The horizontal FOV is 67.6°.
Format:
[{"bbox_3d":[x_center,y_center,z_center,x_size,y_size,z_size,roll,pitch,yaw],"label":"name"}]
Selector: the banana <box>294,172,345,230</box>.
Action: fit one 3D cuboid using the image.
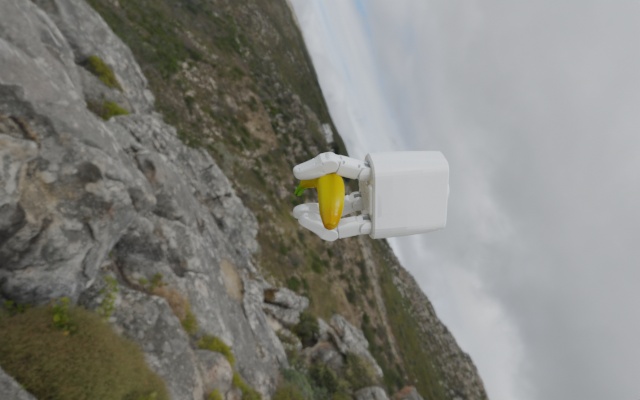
[{"bbox_3d":[0.004,-0.016,0.660,0.037,0.069,0.197,13,10,-15],"label":"banana"}]
